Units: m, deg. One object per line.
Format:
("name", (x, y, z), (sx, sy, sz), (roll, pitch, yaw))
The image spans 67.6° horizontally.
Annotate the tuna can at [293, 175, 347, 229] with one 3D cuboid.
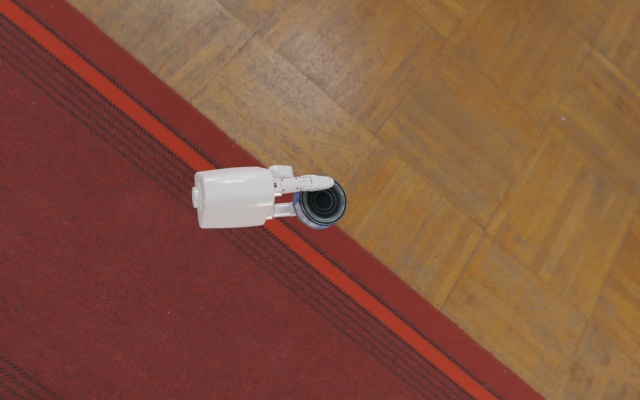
("tuna can", (0.000, 0.002, 0.785), (0.086, 0.086, 0.034), (0, -13, -23))
